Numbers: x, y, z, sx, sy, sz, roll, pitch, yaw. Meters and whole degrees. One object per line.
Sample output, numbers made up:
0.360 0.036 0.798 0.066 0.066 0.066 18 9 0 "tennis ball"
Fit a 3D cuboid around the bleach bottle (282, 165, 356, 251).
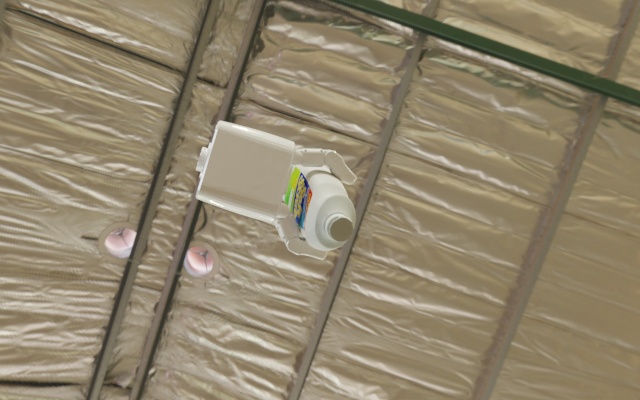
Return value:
0.000 0.002 0.655 0.068 0.102 0.250 15 7 -15 "bleach bottle"
